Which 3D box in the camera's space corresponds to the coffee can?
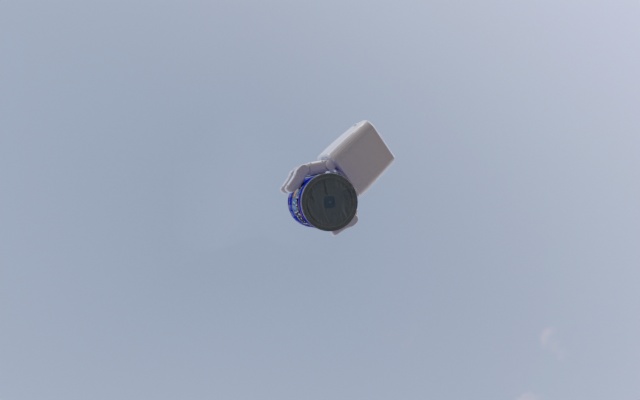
[{"bbox_3d":[0.000,0.003,0.899,0.103,0.103,0.140,0,0,-14],"label":"coffee can"}]
